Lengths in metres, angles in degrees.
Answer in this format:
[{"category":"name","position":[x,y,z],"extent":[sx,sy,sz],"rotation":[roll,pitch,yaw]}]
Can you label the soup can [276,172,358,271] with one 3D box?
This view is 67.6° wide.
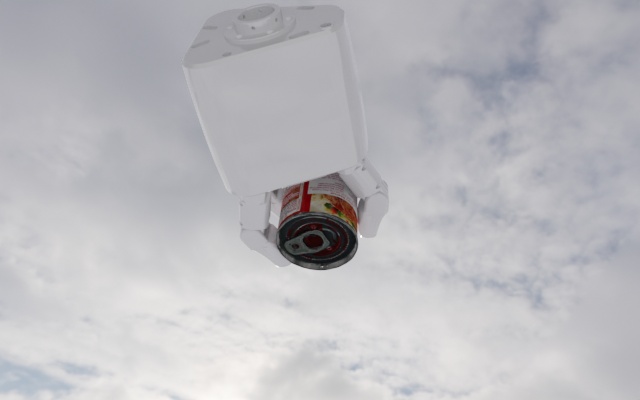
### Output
[{"category":"soup can","position":[0.000,0.002,0.426],"extent":[0.068,0.069,0.102],"rotation":[0,42,5]}]
